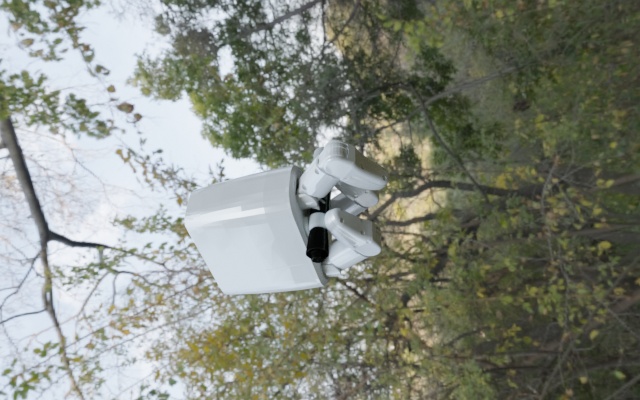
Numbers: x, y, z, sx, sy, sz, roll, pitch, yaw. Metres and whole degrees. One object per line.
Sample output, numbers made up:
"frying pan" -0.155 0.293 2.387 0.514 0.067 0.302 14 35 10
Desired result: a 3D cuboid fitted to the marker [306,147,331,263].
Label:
"marker" 0.000 0.001 0.417 0.020 0.121 0.020 2 -40 2
